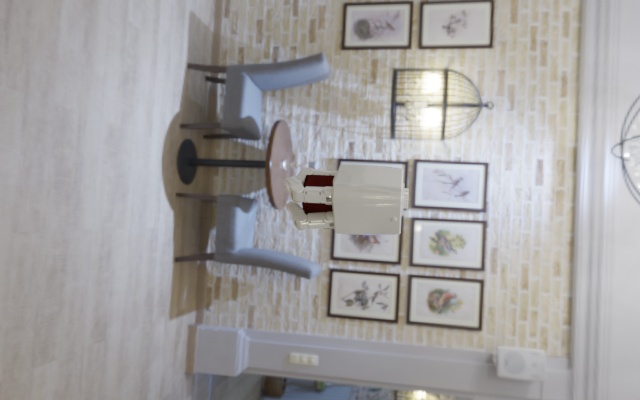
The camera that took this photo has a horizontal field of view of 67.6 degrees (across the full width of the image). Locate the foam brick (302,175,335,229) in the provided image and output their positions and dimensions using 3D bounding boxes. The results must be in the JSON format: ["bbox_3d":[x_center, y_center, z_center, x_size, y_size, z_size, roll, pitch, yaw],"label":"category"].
[{"bbox_3d":[0.000,0.003,0.799,0.051,0.078,0.053,3,45,9],"label":"foam brick"}]
